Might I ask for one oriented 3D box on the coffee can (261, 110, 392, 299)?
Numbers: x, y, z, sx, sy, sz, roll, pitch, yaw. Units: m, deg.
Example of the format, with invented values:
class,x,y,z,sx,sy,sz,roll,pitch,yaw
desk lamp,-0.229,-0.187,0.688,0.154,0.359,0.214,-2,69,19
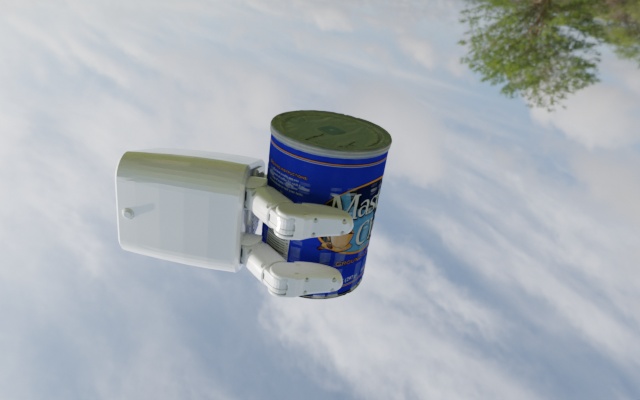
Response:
class,x,y,z,sx,sy,sz,roll,pitch,yaw
coffee can,0.000,0.001,0.430,0.103,0.140,0.102,7,26,-3
